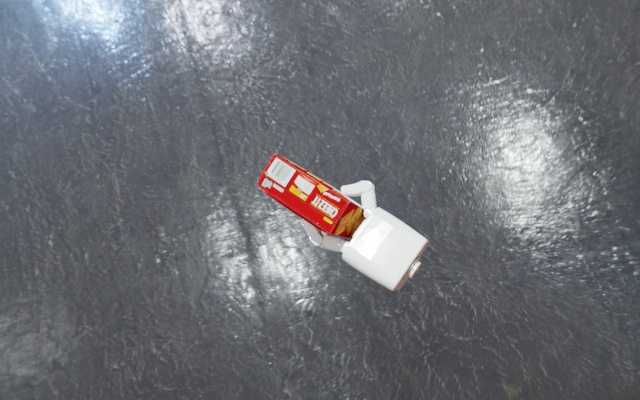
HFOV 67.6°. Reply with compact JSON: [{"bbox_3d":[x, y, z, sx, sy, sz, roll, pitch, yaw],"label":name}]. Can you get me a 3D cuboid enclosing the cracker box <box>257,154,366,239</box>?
[{"bbox_3d":[0.000,0.003,0.885,0.164,0.072,0.214,33,3,20],"label":"cracker box"}]
